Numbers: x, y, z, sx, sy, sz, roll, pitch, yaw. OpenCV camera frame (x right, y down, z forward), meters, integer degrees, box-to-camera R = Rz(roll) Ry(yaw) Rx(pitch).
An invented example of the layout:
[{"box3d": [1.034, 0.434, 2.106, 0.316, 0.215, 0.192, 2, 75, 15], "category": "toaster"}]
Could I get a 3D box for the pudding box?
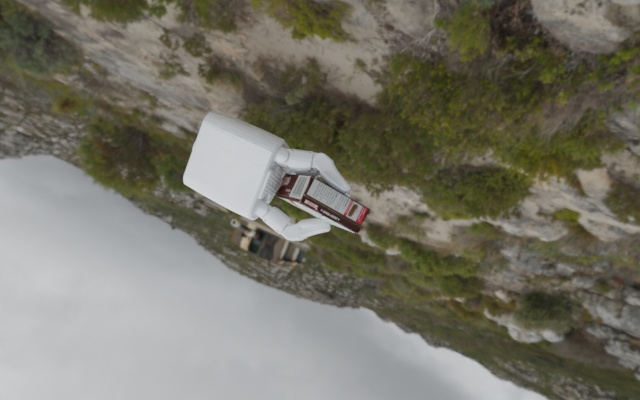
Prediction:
[{"box3d": [0.000, 0.002, 0.621, 0.090, 0.039, 0.113, 28, -3, -19], "category": "pudding box"}]
